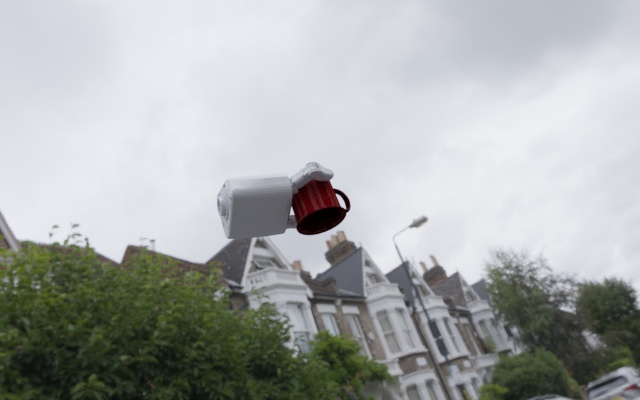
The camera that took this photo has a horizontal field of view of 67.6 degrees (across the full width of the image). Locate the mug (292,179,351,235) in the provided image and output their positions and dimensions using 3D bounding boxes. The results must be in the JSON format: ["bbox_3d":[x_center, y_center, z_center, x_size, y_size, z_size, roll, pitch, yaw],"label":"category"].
[{"bbox_3d":[0.001,0.002,0.857,0.117,0.081,0.093,-6,-32,-26],"label":"mug"}]
